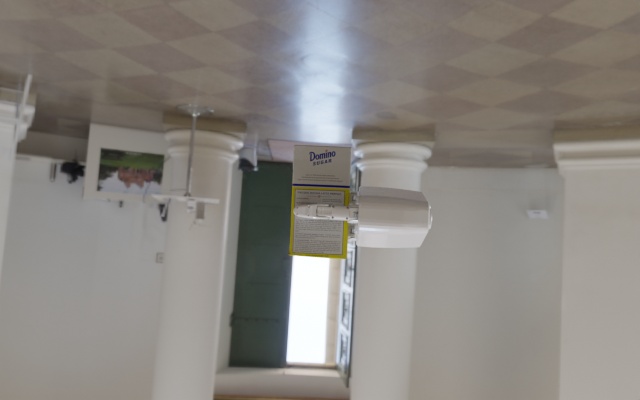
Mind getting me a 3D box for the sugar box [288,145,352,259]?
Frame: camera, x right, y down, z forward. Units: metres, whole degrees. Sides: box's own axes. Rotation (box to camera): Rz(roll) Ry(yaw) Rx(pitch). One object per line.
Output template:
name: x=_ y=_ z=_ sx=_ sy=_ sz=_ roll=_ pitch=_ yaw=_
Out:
sugar box: x=0.000 y=0.003 z=0.761 sx=0.093 sy=0.176 sz=0.048 roll=3 pitch=-4 yaw=2
